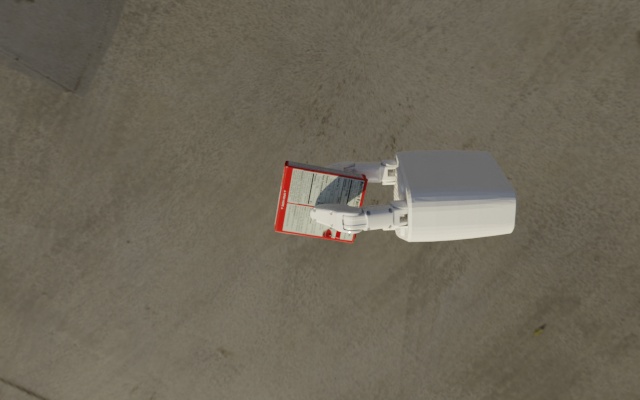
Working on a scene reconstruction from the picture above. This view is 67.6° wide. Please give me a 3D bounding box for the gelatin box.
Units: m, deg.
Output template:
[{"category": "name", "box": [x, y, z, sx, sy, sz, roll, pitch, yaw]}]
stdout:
[{"category": "gelatin box", "box": [0.000, 0.002, 0.511, 0.089, 0.073, 0.030, 9, 16, -7]}]
